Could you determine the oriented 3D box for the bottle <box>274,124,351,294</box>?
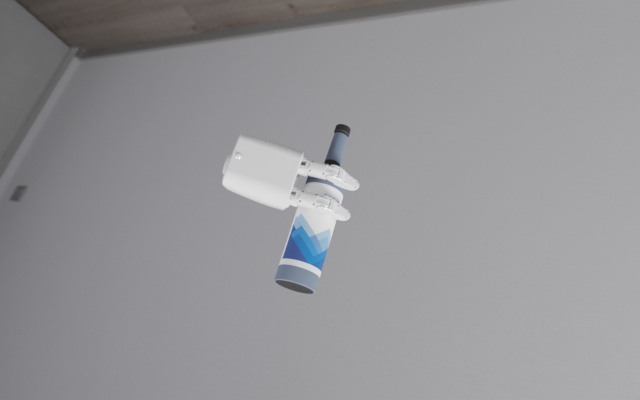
[{"bbox_3d":[0.000,0.003,0.788,0.069,0.295,0.069,15,-22,6],"label":"bottle"}]
